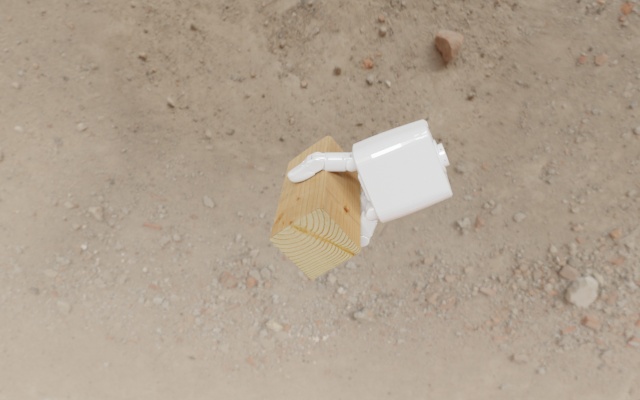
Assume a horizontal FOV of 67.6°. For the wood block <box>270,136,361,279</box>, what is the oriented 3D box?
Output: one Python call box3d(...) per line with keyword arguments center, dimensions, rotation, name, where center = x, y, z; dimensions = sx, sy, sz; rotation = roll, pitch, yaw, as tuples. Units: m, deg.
box3d(center=(0.000, 0.002, 0.709), dimensions=(0.090, 0.091, 0.206), rotation=(-32, 25, 23), name="wood block")
